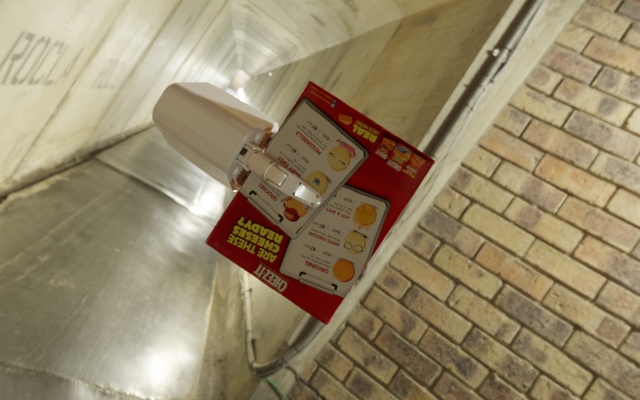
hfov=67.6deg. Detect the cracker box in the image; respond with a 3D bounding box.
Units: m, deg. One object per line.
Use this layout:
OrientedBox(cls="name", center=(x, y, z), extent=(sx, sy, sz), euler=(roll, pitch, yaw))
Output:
OrientedBox(cls="cracker box", center=(0.000, 0.002, 0.544), extent=(0.164, 0.214, 0.072), euler=(33, 3, 5))
